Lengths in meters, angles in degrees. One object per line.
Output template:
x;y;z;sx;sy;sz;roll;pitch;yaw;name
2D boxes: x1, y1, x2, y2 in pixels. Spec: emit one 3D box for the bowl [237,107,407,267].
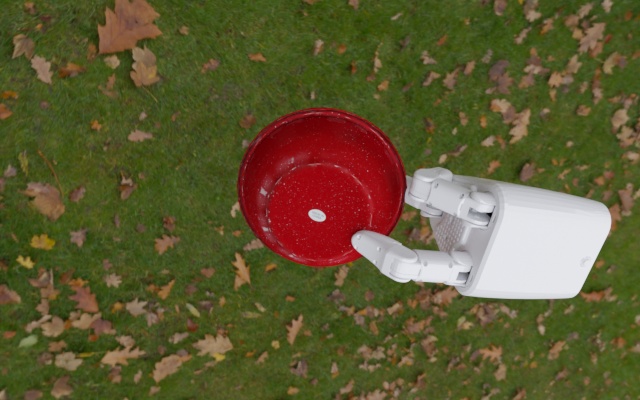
-0.001;0.002;0.431;0.162;0.162;0.055;0;22;2;bowl
